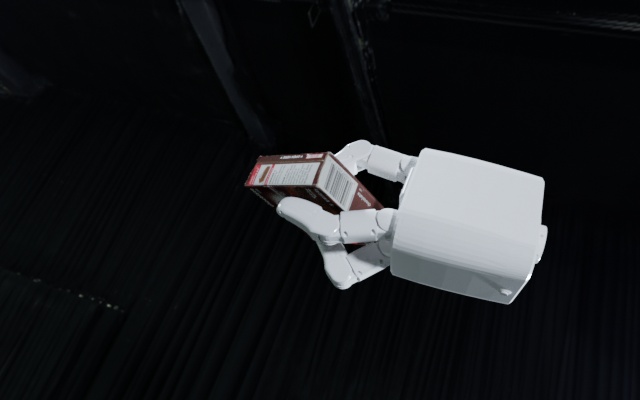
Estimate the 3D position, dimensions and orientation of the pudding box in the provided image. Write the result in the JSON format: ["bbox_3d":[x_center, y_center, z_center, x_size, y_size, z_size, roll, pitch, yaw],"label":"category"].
[{"bbox_3d":[0.000,0.001,0.446,0.090,0.039,0.113,0,-32,41],"label":"pudding box"}]
